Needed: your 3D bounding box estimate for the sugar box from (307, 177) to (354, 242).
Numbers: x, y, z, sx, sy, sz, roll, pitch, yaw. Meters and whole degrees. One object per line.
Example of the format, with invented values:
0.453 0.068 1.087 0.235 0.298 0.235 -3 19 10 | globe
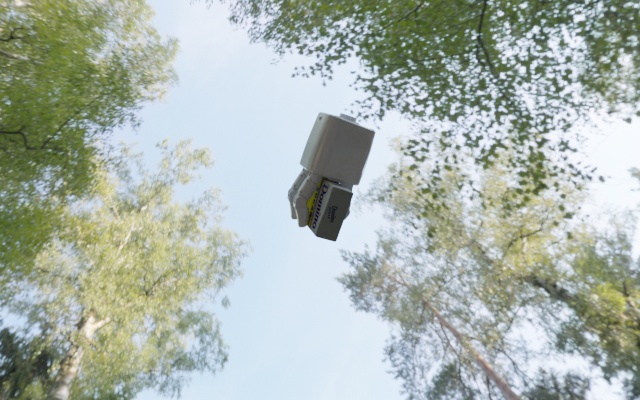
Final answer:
0.000 0.003 0.879 0.048 0.093 0.176 17 8 -17 | sugar box
